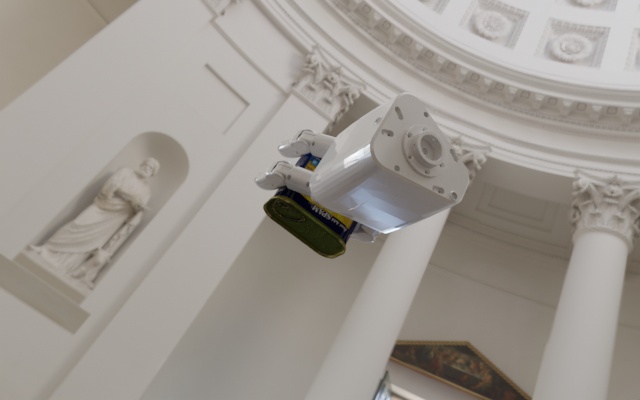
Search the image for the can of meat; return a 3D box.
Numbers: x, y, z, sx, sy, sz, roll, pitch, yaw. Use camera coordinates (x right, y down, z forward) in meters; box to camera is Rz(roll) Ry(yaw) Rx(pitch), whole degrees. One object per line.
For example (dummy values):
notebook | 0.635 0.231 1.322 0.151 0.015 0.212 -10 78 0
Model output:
can of meat | 0.000 0.002 0.548 0.102 0.084 0.057 37 -30 -10
